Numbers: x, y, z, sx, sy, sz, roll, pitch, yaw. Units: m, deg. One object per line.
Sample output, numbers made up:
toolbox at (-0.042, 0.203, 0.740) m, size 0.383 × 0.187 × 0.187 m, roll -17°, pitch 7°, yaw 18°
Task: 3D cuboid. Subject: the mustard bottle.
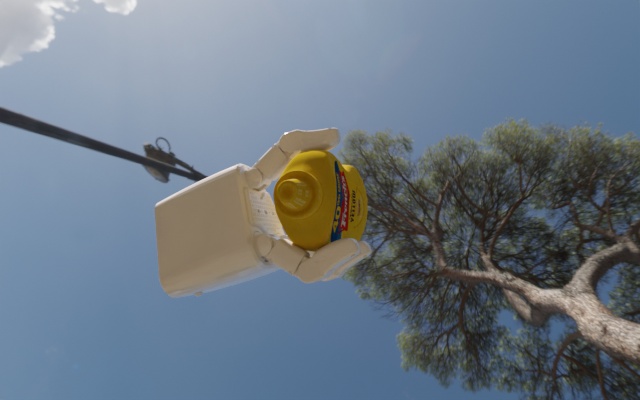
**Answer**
mustard bottle at (0.000, 0.002, 0.467) m, size 0.058 × 0.096 × 0.191 m, roll 3°, pitch -4°, yaw 17°
